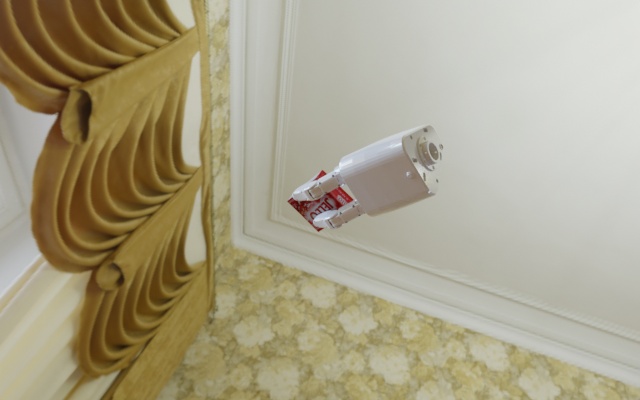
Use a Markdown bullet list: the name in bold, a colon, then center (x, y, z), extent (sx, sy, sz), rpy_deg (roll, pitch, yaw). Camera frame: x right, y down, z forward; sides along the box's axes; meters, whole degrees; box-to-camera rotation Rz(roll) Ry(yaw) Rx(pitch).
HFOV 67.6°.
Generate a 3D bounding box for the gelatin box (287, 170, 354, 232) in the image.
- **gelatin box**: center (0.000, 0.002, 0.747), extent (0.089, 0.073, 0.030), rpy_deg (-35, 13, 49)
